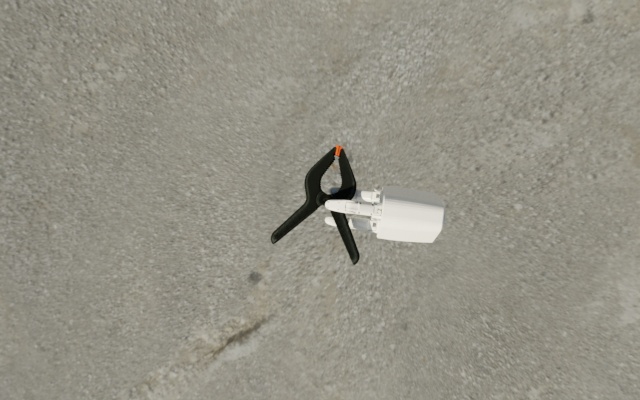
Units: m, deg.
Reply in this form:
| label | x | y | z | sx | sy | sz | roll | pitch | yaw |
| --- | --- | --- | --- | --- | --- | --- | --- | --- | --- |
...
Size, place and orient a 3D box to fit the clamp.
| label | x | y | z | sx | sy | sz | roll | pitch | yaw |
| --- | --- | --- | --- | --- | --- | --- | --- | --- | --- |
| clamp | 0.000 | 0.002 | 0.865 | 0.164 | 0.210 | 0.036 | 7 | -1 | 4 |
